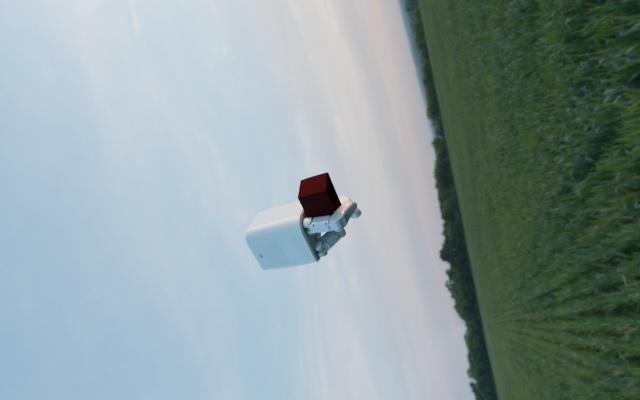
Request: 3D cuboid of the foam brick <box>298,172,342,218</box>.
[{"bbox_3d":[0.000,0.002,0.802,0.051,0.078,0.053,-13,36,16],"label":"foam brick"}]
